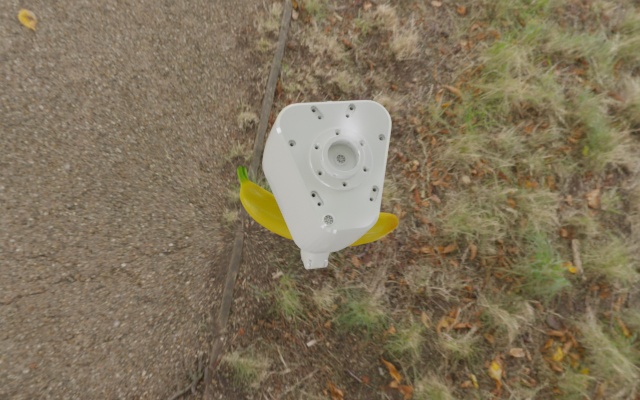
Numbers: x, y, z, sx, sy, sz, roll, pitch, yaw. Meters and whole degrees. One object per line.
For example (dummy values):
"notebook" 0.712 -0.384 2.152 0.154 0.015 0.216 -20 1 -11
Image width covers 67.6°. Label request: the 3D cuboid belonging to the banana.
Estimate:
"banana" -0.008 0.017 0.537 0.198 0.069 0.037 19 -24 -4
